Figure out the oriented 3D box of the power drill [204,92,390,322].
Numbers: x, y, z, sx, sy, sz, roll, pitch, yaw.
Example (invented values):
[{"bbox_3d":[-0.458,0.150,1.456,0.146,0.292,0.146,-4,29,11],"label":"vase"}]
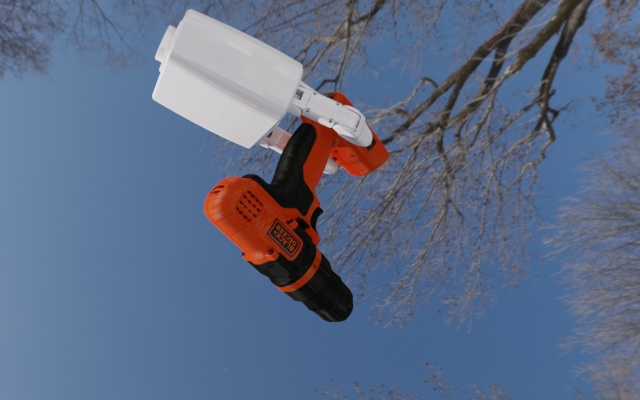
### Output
[{"bbox_3d":[0.000,0.001,0.468,0.057,0.187,0.184,-8,-48,46],"label":"power drill"}]
